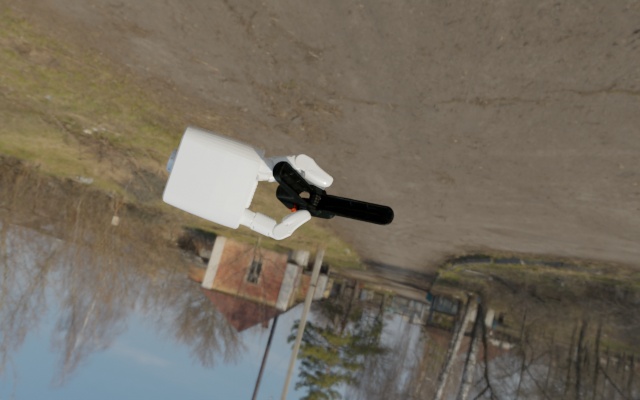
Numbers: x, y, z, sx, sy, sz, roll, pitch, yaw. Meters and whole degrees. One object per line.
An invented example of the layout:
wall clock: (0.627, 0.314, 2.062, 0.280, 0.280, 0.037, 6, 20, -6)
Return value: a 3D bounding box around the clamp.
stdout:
clamp: (-0.001, 0.003, 0.666, 0.164, 0.036, 0.210, 23, -11, -9)
